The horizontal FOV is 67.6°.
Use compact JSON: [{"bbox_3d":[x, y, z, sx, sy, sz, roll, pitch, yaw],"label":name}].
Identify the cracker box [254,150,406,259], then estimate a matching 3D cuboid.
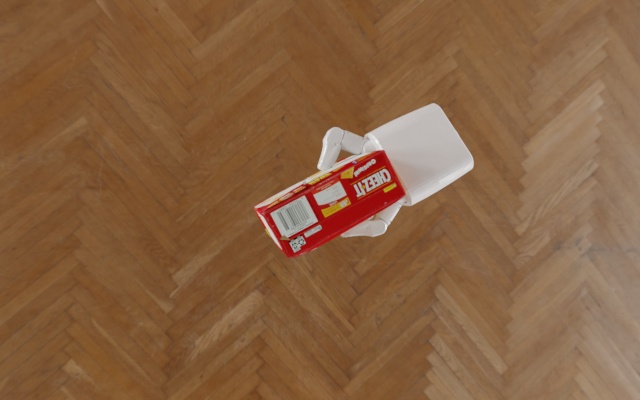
[{"bbox_3d":[0.000,0.002,0.655,0.164,0.072,0.213,-29,6,-9],"label":"cracker box"}]
